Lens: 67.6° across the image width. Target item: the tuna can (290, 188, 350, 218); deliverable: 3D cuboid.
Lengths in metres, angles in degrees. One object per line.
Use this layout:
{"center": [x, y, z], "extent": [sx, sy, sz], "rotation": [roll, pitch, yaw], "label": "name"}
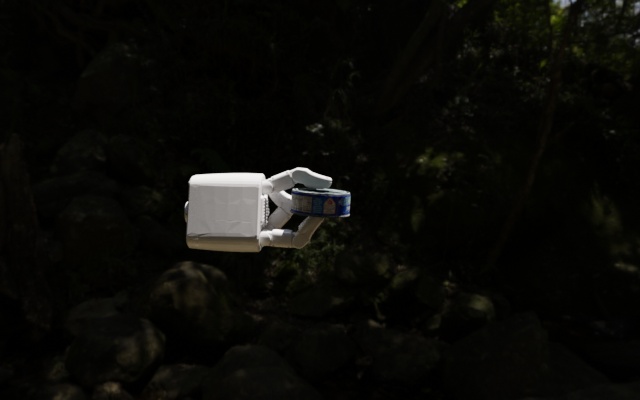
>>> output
{"center": [0.000, 0.002, 0.683], "extent": [0.086, 0.034, 0.086], "rotation": [4, 6, 0], "label": "tuna can"}
